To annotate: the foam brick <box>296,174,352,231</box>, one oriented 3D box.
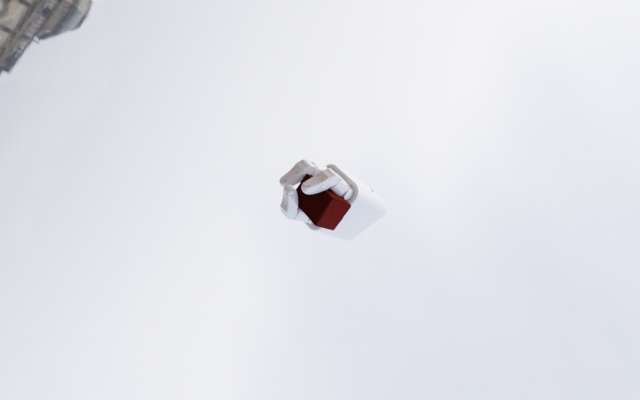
[{"bbox_3d":[0.000,0.003,0.761,0.051,0.053,0.078,22,19,-48],"label":"foam brick"}]
